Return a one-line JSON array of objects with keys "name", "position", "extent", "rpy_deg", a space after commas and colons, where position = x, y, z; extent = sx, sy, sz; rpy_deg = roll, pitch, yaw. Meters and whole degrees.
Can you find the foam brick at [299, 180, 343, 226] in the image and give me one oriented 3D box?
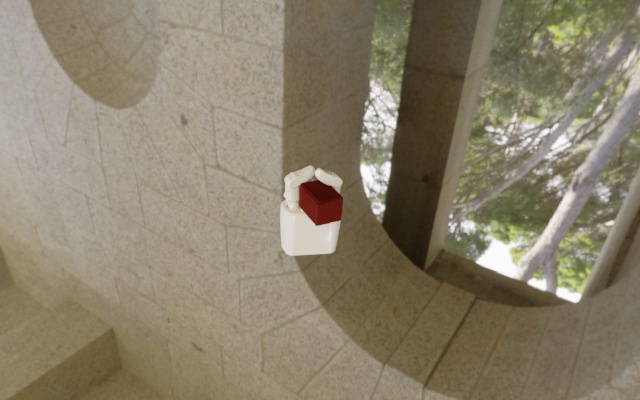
[{"name": "foam brick", "position": [0.000, 0.003, 0.884], "extent": [0.053, 0.051, 0.078], "rpy_deg": [-11, 35, -25]}]
